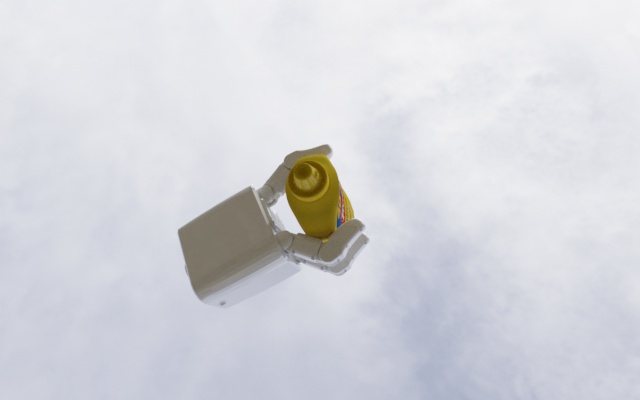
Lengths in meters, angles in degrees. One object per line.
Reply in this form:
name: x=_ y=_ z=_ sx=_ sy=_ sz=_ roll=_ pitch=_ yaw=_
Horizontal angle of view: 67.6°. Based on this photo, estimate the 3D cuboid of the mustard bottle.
mustard bottle: x=0.000 y=0.002 z=0.543 sx=0.058 sy=0.096 sz=0.192 roll=-6 pitch=-19 yaw=10
